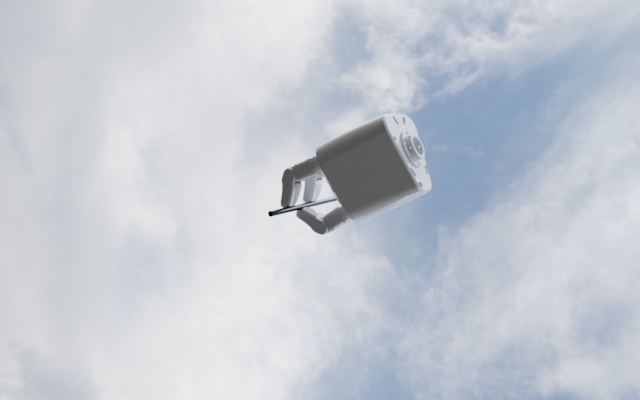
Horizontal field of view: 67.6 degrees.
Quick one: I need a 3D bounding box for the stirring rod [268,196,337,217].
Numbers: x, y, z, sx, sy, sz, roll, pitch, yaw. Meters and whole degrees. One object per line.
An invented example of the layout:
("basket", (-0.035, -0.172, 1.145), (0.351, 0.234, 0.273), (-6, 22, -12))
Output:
("stirring rod", (0.000, 0.002, 0.719), (0.011, 0.011, 0.239), (0, 7, 33))
